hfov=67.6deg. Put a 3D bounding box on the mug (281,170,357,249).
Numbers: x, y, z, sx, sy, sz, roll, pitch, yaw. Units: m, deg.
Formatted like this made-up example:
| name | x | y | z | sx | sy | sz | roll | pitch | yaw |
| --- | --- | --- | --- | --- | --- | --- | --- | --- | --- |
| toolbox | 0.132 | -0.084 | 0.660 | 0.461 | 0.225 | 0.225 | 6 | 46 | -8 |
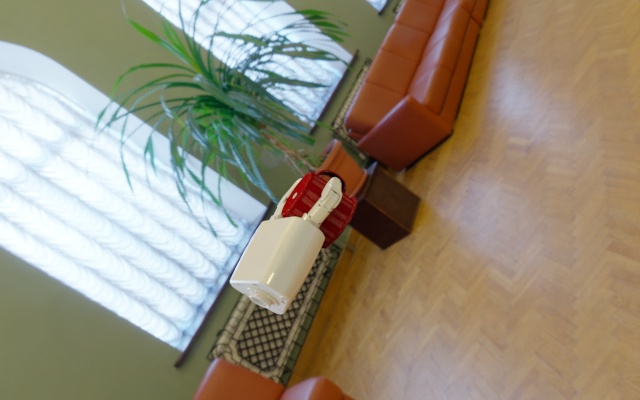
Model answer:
| name | x | y | z | sx | sy | sz | roll | pitch | yaw |
| --- | --- | --- | --- | --- | --- | --- | --- | --- | --- |
| mug | 0.001 | 0.001 | 0.719 | 0.081 | 0.117 | 0.093 | 34 | -29 | -12 |
